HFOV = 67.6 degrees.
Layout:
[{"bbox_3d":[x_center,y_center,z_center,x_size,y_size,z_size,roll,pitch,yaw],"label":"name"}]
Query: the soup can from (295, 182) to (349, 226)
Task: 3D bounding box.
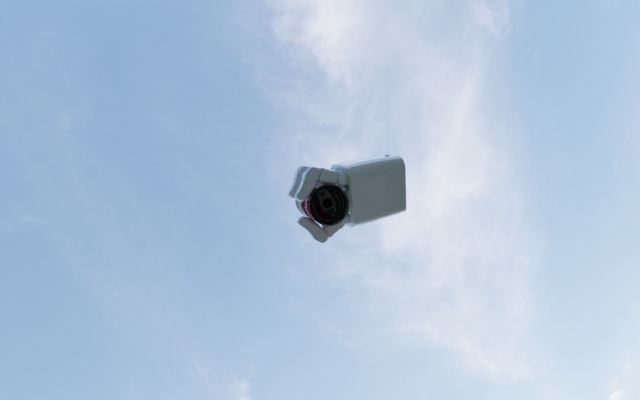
[{"bbox_3d":[0.000,0.003,0.813,0.068,0.068,0.102,0,6,-17],"label":"soup can"}]
